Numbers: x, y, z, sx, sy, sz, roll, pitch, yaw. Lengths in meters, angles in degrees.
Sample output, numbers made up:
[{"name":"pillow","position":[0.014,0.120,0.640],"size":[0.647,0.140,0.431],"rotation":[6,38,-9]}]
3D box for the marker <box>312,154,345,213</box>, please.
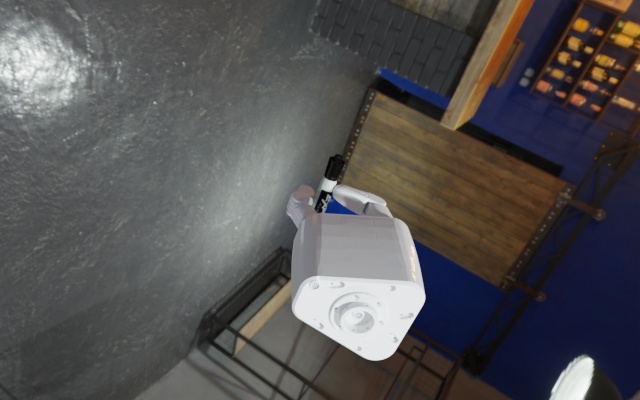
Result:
[{"name":"marker","position":[0.000,0.002,0.548],"size":[0.020,0.121,0.020],"rotation":[18,26,-9]}]
